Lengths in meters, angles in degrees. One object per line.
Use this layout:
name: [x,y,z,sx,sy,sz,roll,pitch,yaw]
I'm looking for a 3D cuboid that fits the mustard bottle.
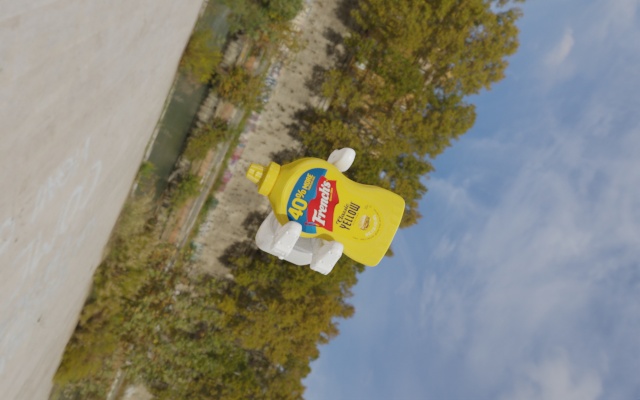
mustard bottle: [0.000,0.002,0.582,0.191,0.096,0.058,24,3,-11]
